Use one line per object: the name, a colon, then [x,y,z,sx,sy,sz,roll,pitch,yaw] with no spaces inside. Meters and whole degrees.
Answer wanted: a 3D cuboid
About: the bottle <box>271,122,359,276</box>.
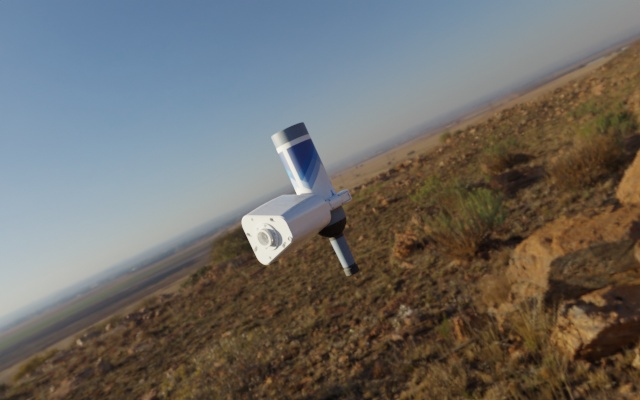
bottle: [0.000,0.003,0.889,0.069,0.296,0.069,-25,4,2]
